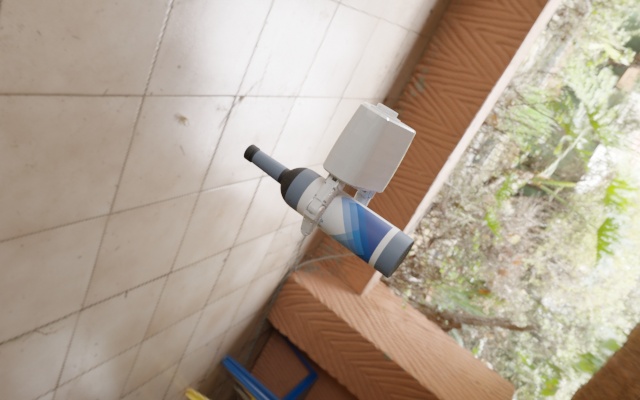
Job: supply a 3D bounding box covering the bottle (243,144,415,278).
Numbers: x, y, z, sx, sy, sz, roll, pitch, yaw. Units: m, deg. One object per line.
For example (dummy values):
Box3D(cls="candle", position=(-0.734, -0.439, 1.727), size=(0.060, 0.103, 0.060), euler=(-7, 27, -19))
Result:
Box3D(cls="bottle", position=(0.000, 0.003, 0.719), size=(0.295, 0.069, 0.069), euler=(35, 12, 18))
